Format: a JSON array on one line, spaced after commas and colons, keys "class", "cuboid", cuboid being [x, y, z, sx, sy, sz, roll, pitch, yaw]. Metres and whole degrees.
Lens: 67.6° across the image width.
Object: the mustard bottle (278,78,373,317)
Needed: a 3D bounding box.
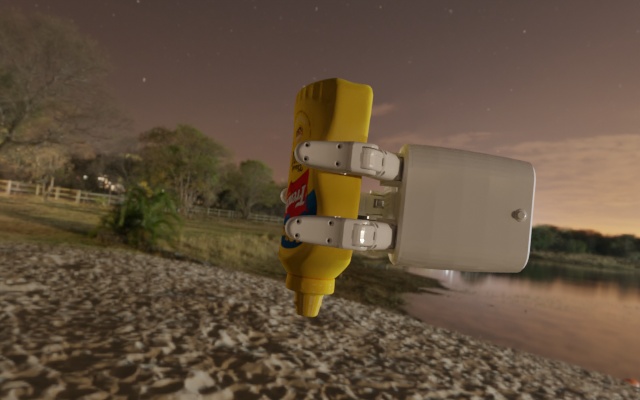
[{"class": "mustard bottle", "cuboid": [0.000, 0.001, 0.406, 0.058, 0.191, 0.096, 7, -3, -23]}]
